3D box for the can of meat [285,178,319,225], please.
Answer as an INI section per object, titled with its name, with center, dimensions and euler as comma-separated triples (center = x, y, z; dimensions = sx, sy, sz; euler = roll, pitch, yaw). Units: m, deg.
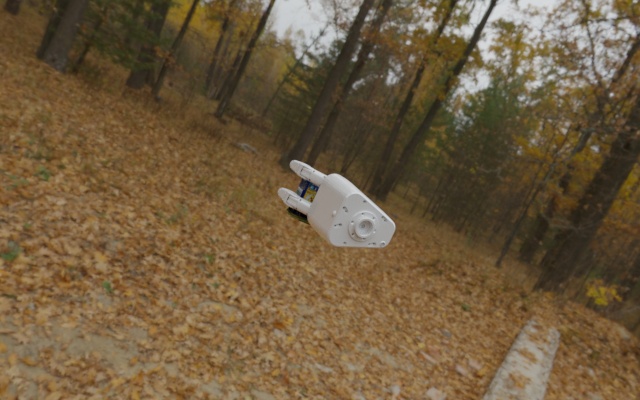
[can of meat]
center = 0.000, 0.003, 0.873
dimensions = 0.102, 0.084, 0.057
euler = 22, 9, -19
